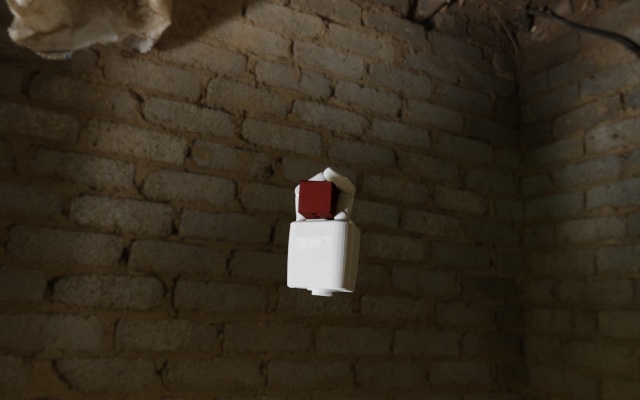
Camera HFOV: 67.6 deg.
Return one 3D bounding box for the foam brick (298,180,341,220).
[{"bbox_3d":[0.000,0.002,0.758,0.053,0.051,0.078,2,-12,15],"label":"foam brick"}]
